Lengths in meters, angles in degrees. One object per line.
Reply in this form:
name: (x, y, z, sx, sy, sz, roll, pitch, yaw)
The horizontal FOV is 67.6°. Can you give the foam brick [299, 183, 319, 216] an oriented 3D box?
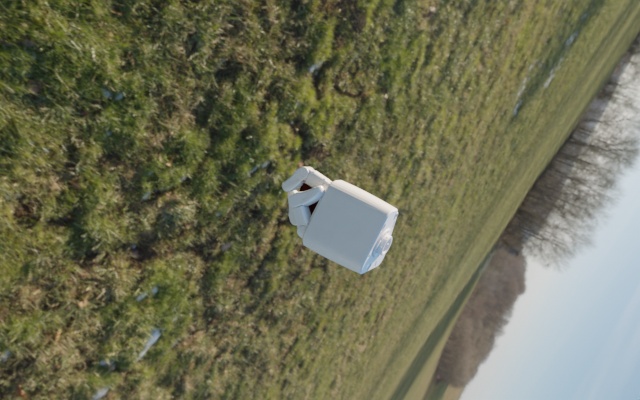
foam brick: (0.000, 0.002, 0.798, 0.051, 0.053, 0.078, 26, 15, 24)
